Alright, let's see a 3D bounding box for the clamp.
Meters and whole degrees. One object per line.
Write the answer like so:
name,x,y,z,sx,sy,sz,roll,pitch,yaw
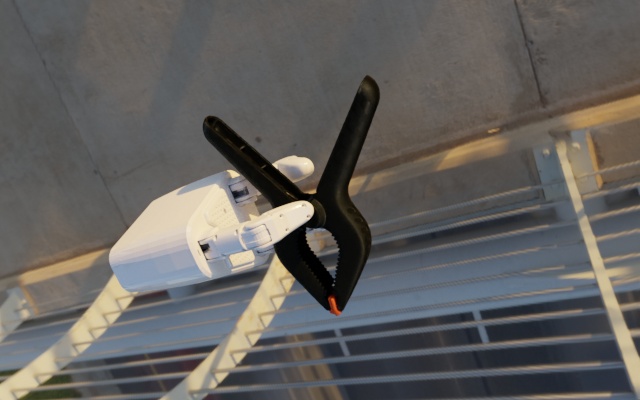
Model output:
clamp,0.000,0.002,0.420,0.164,0.210,0.036,-16,13,26
